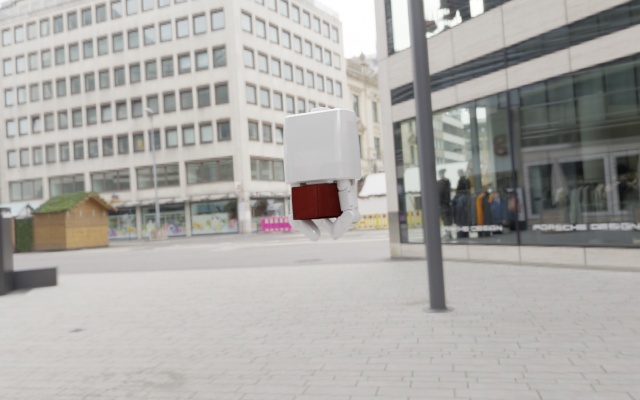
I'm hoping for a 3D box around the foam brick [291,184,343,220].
[{"bbox_3d":[0.000,0.002,0.724,0.053,0.051,0.078,-5,-2,39],"label":"foam brick"}]
